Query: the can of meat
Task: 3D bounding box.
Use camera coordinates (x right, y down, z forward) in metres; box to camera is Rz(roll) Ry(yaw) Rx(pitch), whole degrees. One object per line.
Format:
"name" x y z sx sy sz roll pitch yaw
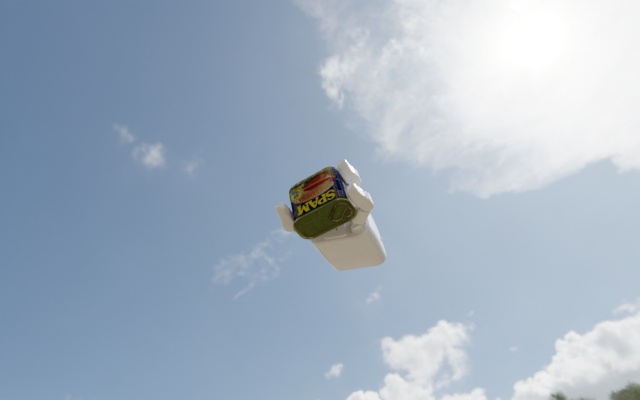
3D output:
"can of meat" 0.000 0.002 0.787 0.102 0.083 0.057 -27 -46 13
